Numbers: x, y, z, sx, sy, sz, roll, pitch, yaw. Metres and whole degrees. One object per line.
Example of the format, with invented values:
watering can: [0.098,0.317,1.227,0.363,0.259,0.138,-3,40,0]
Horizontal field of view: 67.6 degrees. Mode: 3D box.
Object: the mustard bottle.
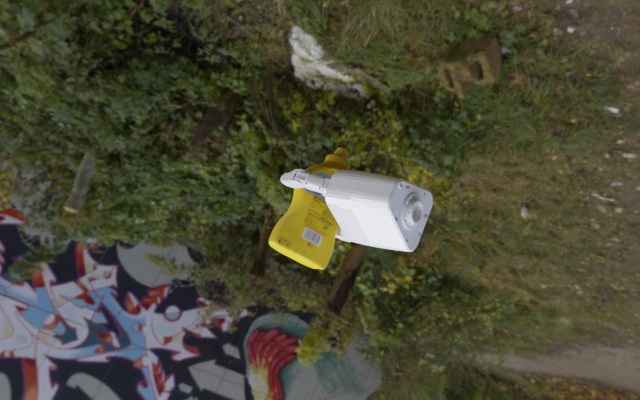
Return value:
mustard bottle: [0.000,0.003,0.741,0.096,0.191,0.058,30,-17,-22]
